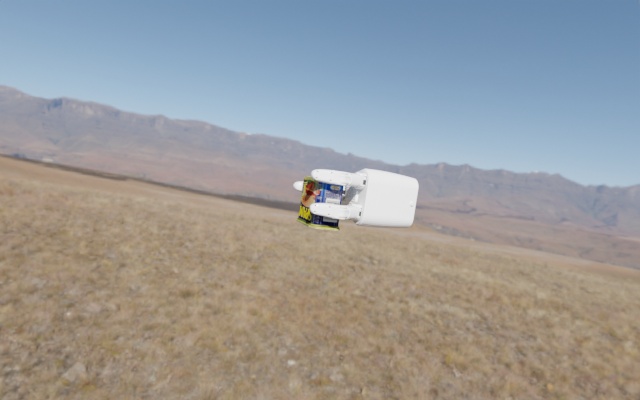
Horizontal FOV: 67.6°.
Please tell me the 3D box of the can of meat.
[{"bbox_3d":[0.000,0.002,0.836,0.057,0.084,0.102,7,4,-20],"label":"can of meat"}]
